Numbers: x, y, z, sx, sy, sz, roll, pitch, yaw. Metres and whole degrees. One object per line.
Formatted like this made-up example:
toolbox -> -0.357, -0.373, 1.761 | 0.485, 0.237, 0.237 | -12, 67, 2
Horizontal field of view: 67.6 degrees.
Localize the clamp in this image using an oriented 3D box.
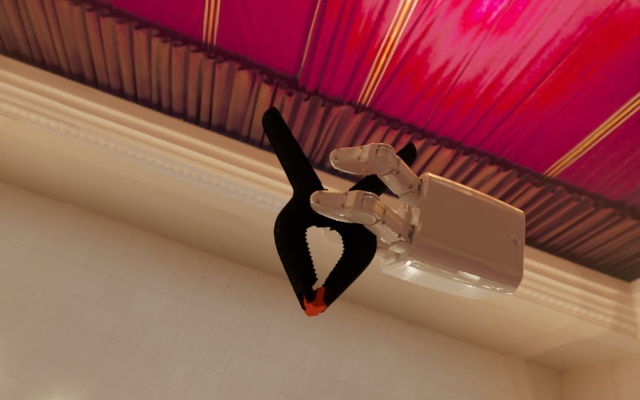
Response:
clamp -> 0.000, 0.002, 0.451 | 0.164, 0.209, 0.036 | 19, -33, -2
